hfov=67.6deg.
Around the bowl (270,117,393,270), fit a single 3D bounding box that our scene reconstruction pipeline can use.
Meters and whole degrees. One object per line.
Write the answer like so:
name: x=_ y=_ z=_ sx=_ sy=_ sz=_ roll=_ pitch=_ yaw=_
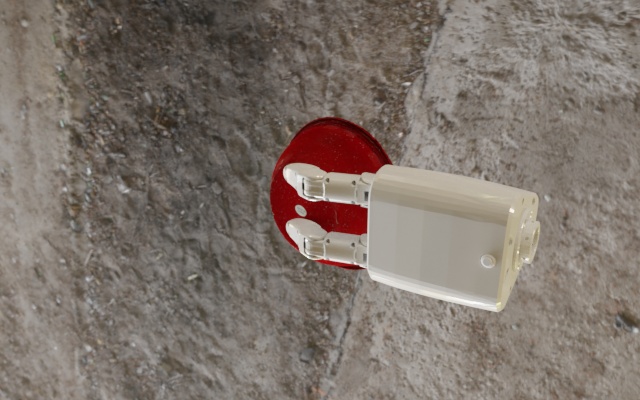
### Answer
bowl: x=-0.001 y=0.002 z=0.474 sx=0.162 sy=0.162 sz=0.055 roll=0 pitch=15 yaw=45
